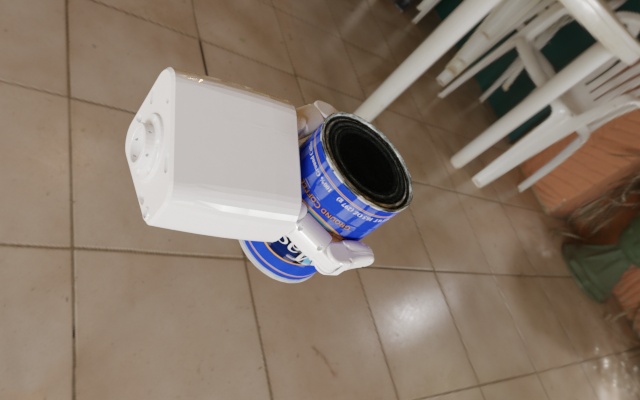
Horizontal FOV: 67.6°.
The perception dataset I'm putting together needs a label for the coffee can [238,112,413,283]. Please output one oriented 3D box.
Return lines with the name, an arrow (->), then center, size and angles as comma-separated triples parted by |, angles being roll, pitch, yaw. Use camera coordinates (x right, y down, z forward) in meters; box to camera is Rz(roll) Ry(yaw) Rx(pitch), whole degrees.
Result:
coffee can -> 0.000, 0.002, 0.446 | 0.103, 0.102, 0.140 | 0, -31, -45
